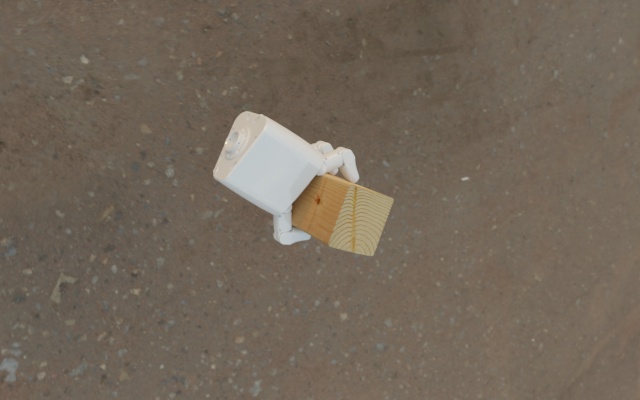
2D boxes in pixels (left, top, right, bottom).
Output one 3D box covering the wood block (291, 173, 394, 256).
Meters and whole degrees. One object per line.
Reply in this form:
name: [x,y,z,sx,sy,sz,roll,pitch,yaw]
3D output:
wood block: [0.000,0.003,0.735,0.090,0.091,0.206,16,6,-37]
